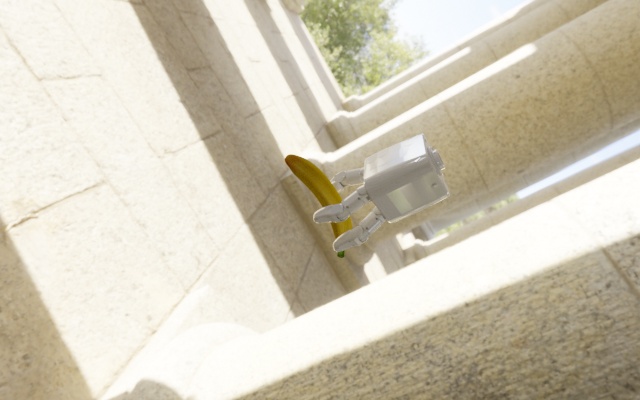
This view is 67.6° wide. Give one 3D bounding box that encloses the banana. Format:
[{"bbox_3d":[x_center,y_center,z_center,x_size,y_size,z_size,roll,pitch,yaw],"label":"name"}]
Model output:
[{"bbox_3d":[0.007,-0.003,0.800,0.037,0.198,0.069,-23,17,26],"label":"banana"}]
